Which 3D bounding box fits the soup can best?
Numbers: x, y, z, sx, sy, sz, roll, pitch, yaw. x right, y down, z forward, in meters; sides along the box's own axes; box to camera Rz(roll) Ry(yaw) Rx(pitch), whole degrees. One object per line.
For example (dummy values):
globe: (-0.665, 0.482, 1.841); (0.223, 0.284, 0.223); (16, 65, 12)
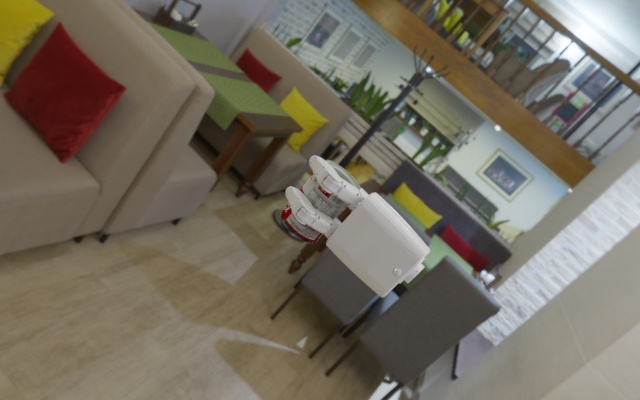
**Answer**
soup can: (0.000, 0.002, 0.672); (0.068, 0.102, 0.068); (36, 19, -15)
